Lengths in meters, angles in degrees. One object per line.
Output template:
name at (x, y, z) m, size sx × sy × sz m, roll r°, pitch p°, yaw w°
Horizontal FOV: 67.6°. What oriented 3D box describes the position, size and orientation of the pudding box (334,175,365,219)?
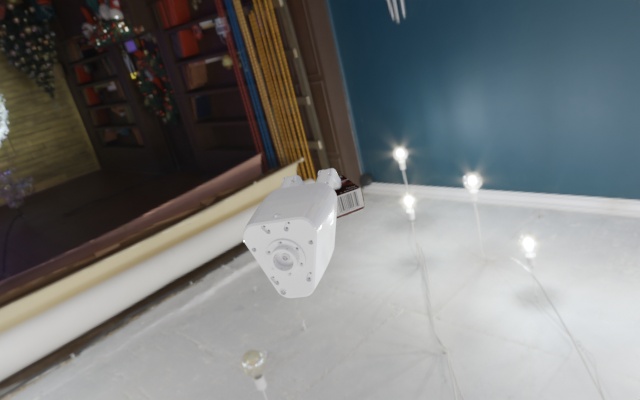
pudding box at (0.000, 0.003, 0.729) m, size 0.113 × 0.039 × 0.090 m, roll -18°, pitch 20°, yaw -10°
